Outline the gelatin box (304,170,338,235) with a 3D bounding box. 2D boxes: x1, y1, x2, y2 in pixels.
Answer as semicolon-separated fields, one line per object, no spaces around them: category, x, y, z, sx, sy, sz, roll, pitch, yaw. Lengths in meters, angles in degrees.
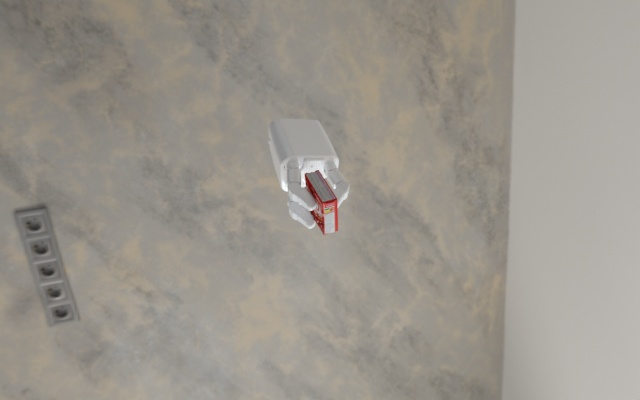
gelatin box;0.001;0.003;0.815;0.030;0.073;0.089;-16;43;-15
